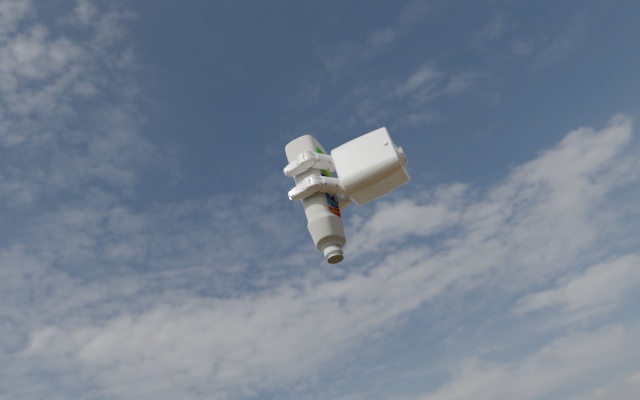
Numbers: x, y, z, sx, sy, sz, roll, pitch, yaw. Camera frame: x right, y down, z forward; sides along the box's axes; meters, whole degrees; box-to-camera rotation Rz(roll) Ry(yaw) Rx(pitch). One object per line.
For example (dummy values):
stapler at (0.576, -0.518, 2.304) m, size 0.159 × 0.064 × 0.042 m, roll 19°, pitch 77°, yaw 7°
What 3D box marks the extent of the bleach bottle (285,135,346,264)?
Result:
bleach bottle at (0.000, 0.003, 0.854) m, size 0.068 × 0.250 × 0.103 m, roll -25°, pitch -37°, yaw 12°
